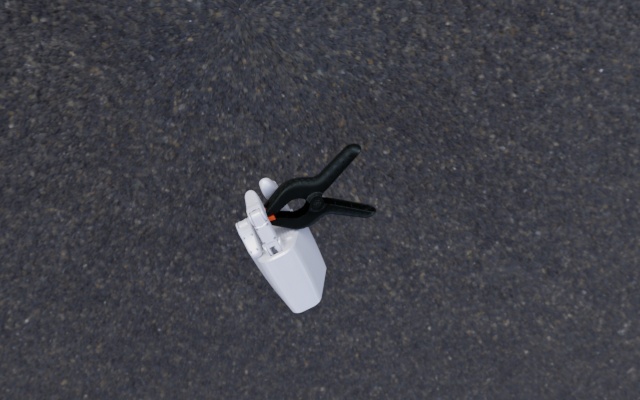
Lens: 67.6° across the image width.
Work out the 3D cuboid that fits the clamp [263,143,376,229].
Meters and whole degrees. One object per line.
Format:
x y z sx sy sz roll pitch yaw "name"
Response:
0.000 0.002 0.695 0.171 0.120 0.039 -26 24 2 "clamp"
